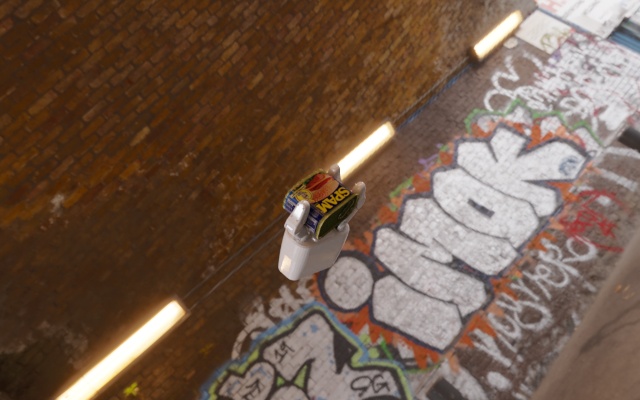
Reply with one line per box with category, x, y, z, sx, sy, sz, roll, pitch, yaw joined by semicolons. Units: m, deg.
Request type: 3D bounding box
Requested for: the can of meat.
can of meat;0.000;0.002;0.797;0.084;0.057;0.102;38;52;20
